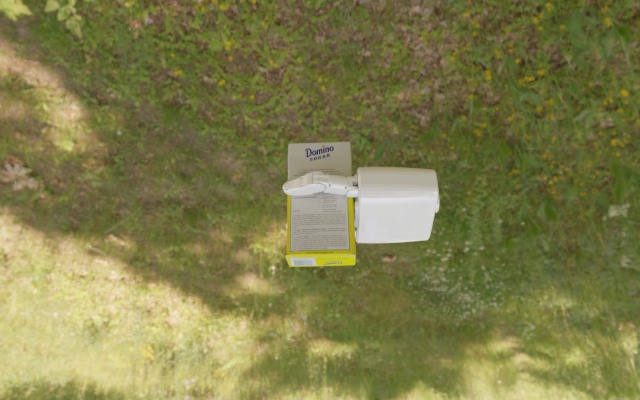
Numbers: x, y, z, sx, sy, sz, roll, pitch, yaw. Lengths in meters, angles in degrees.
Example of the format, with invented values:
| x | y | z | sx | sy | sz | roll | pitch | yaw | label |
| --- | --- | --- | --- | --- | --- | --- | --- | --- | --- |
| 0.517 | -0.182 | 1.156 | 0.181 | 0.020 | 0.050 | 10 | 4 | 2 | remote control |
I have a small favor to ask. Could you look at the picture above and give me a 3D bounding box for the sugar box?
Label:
| x | y | z | sx | sy | sz | roll | pitch | yaw | label |
| --- | --- | --- | --- | --- | --- | --- | --- | --- | --- |
| 0.000 | 0.003 | 0.669 | 0.093 | 0.176 | 0.048 | -1 | -29 | 2 | sugar box |
